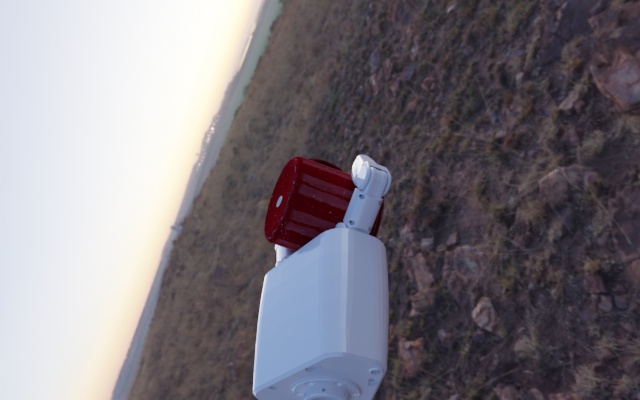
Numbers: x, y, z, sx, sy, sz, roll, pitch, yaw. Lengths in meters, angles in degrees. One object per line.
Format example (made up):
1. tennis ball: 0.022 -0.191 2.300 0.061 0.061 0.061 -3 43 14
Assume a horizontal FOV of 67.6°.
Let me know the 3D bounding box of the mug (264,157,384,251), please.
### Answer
1. mug: 0.000 0.000 0.443 0.081 0.117 0.093 19 -47 -16
